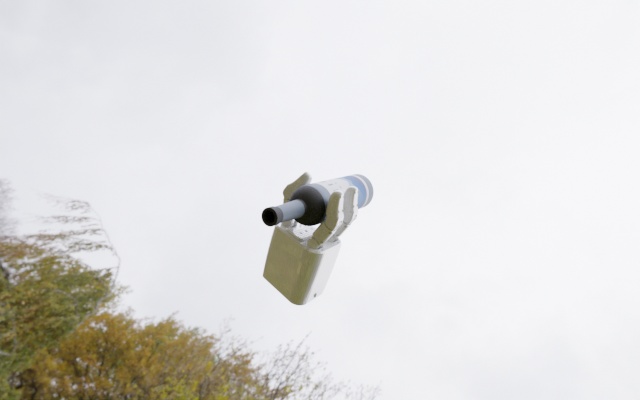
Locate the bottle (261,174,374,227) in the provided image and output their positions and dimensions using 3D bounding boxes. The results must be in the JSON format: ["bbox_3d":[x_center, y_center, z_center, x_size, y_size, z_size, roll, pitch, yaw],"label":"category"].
[{"bbox_3d":[0.000,0.002,0.790,0.069,0.069,0.295,0,8,29],"label":"bottle"}]
